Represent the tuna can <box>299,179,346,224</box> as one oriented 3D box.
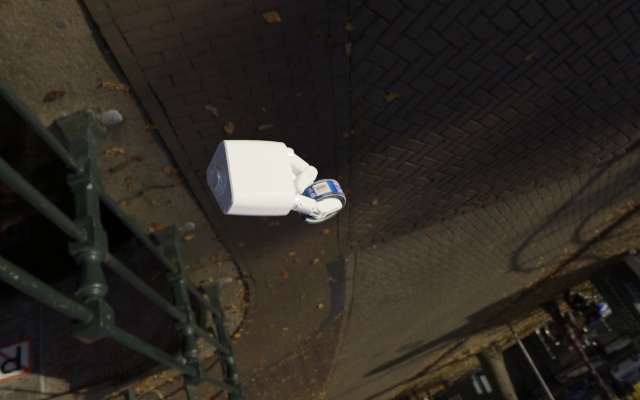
[{"bbox_3d":[0.000,0.003,0.833,0.086,0.033,0.086,-20,-30,-12],"label":"tuna can"}]
